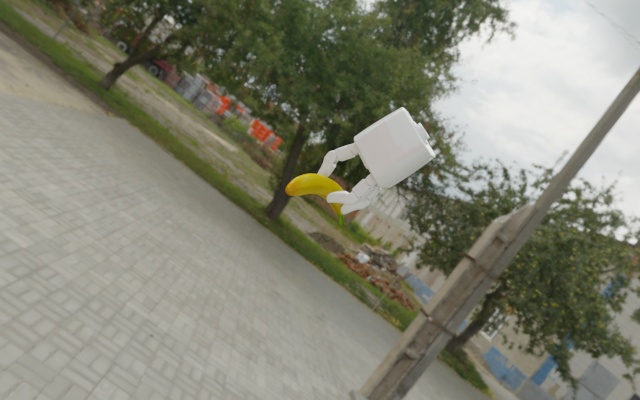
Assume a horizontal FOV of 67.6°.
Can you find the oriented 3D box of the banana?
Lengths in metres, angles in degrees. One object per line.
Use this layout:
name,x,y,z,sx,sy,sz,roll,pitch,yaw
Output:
banana,0.003,-0.013,0.892,0.037,0.069,0.198,-10,-25,31
